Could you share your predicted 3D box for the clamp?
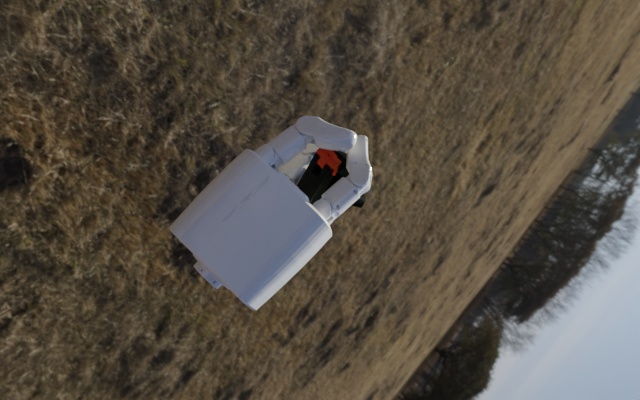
[{"bbox_3d":[0.001,0.002,0.542,0.039,0.120,0.171,40,-12,22],"label":"clamp"}]
